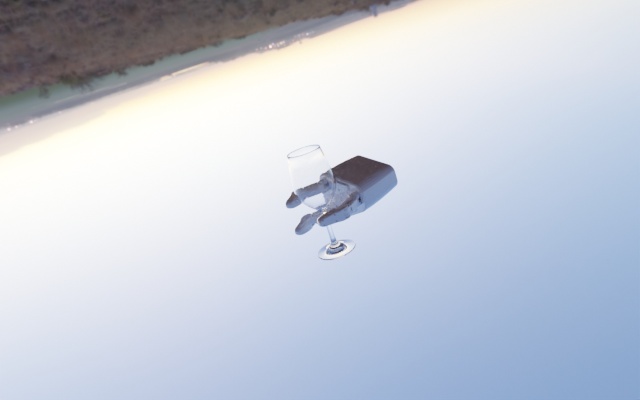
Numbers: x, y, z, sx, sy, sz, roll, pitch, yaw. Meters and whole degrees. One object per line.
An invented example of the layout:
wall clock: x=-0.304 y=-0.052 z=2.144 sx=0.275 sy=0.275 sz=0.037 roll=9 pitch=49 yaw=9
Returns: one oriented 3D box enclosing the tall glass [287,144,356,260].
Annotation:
tall glass: x=0.000 y=0.004 z=0.863 sx=0.079 sy=0.201 sz=0.079 roll=-17 pitch=19 yaw=6
